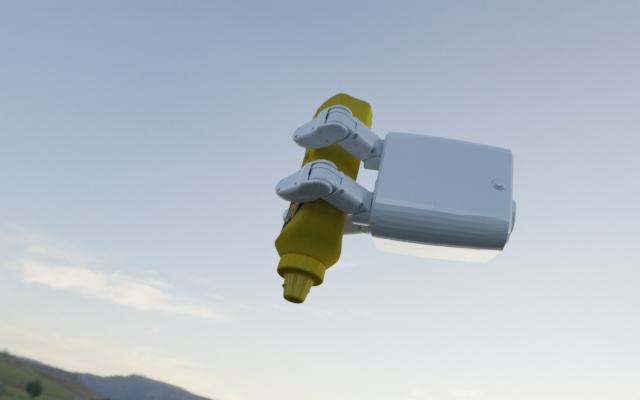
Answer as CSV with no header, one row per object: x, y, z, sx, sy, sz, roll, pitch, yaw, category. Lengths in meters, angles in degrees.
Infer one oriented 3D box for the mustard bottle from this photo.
0.000,0.001,0.438,0.058,0.191,0.096,20,-29,-10,mustard bottle
